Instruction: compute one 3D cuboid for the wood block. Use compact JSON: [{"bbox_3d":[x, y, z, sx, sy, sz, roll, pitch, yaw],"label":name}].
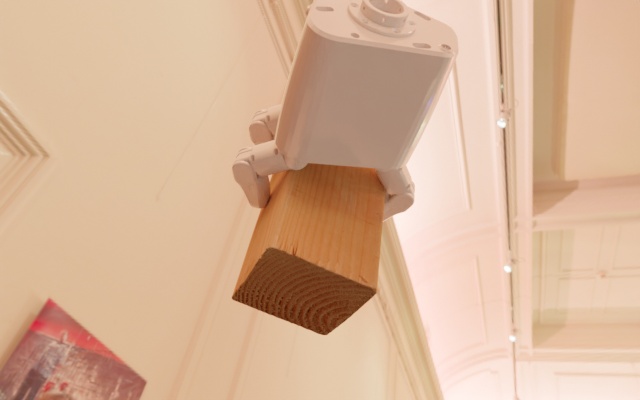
[{"bbox_3d":[0.001,0.001,0.438,0.091,0.206,0.090,25,-45,-13],"label":"wood block"}]
